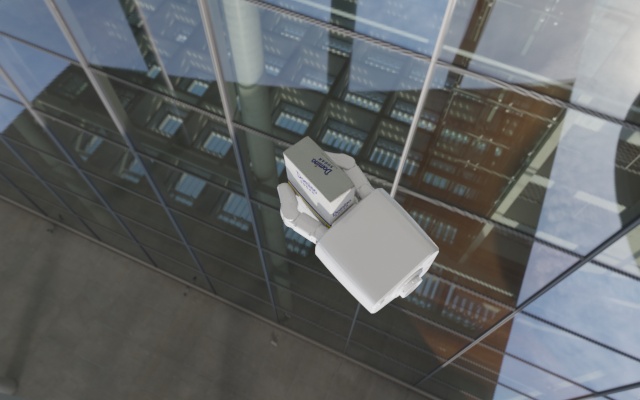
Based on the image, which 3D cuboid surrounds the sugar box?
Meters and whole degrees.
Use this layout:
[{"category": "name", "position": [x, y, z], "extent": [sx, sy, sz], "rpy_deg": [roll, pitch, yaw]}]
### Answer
[{"category": "sugar box", "position": [0.001, 0.002, 0.636], "extent": [0.048, 0.093, 0.176], "rpy_deg": [-35, -23, -18]}]
